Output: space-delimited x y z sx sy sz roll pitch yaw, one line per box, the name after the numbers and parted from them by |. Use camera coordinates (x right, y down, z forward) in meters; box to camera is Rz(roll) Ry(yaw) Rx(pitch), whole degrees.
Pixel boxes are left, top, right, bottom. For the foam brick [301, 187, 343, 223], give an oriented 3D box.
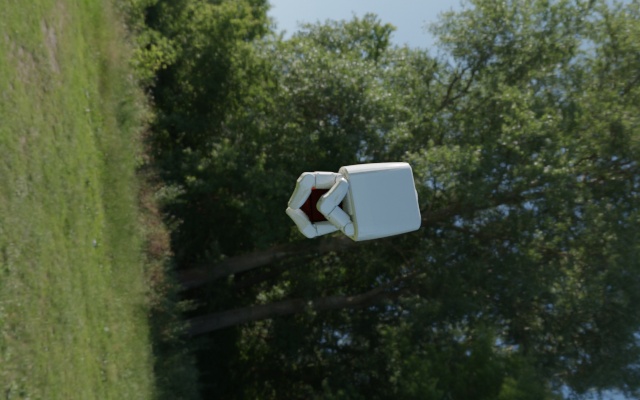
0.000 0.002 0.767 0.051 0.053 0.078 -7 9 -13 | foam brick
